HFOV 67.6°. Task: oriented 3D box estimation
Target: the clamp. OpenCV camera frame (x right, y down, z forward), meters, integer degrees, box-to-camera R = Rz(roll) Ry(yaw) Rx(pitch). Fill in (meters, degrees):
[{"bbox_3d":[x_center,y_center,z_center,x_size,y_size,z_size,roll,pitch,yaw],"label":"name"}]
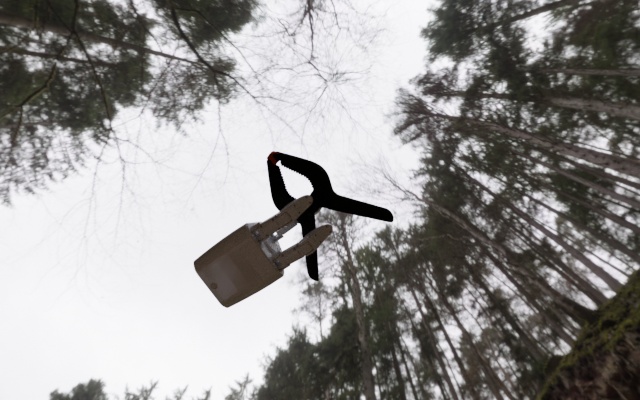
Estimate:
[{"bbox_3d":[0.000,0.002,0.734,0.164,0.210,0.036,-33,11,7],"label":"clamp"}]
